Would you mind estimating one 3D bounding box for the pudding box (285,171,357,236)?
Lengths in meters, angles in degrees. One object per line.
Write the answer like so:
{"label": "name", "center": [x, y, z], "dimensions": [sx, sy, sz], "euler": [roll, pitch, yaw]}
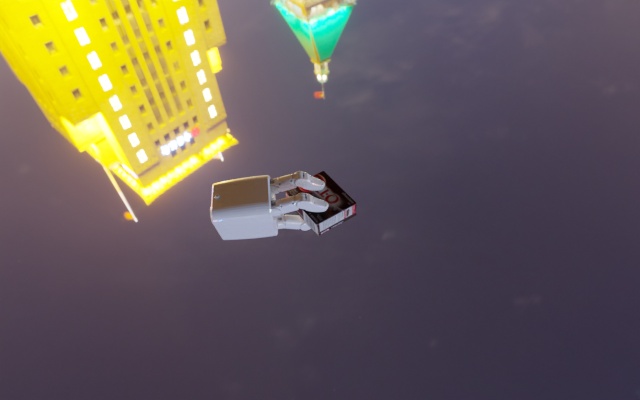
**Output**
{"label": "pudding box", "center": [0.000, 0.003, 0.893], "dimensions": [0.090, 0.039, 0.113], "euler": [-28, 53, -20]}
